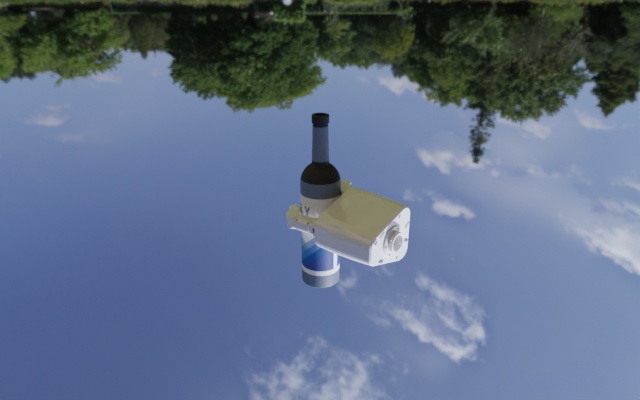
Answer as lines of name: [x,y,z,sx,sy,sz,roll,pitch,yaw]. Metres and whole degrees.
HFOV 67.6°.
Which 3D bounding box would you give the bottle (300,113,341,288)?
bottle: [0.000,0.003,0.793,0.069,0.296,0.069,0,24,0]
